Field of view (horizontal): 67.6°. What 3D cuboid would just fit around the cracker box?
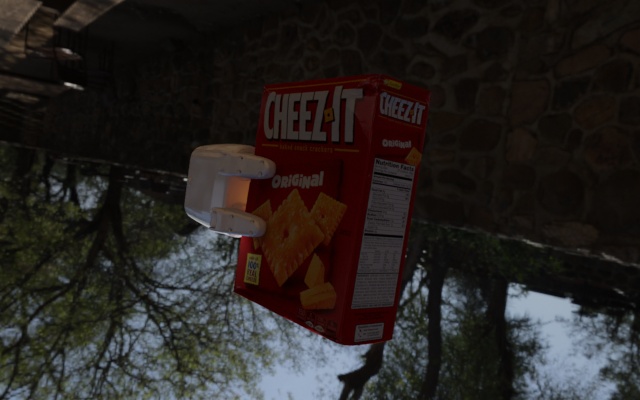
[{"bbox_3d":[0.000,0.002,0.436,0.072,0.213,0.164,6,3,-41],"label":"cracker box"}]
